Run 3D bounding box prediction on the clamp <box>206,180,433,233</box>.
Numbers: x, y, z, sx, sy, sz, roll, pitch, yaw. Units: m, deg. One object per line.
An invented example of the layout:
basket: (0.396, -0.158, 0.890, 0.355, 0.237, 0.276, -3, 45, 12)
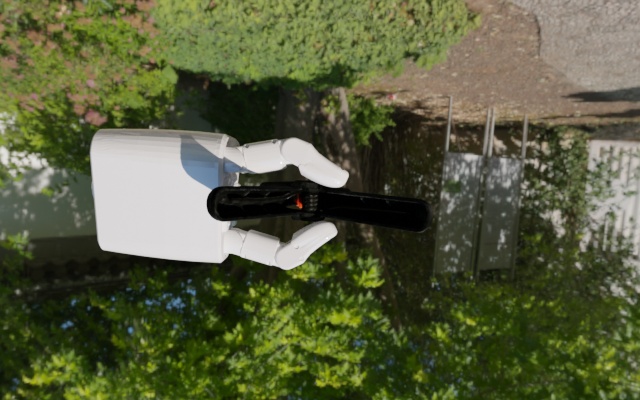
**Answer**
clamp: (0.000, 0.002, 0.430, 0.164, 0.036, 0.210, 5, 4, -1)
